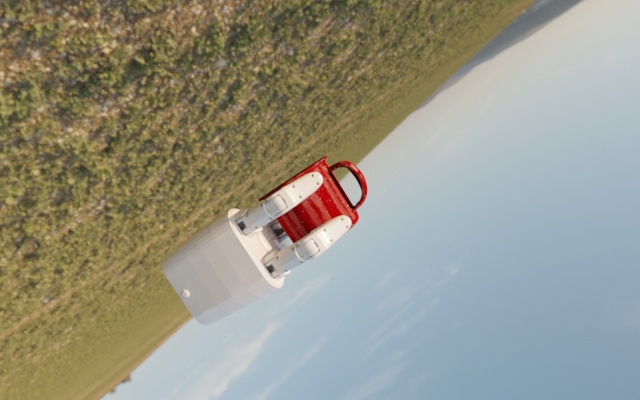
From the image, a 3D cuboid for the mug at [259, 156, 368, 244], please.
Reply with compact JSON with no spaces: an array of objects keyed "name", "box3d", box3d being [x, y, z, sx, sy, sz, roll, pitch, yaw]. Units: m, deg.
[{"name":"mug","box3d":[0.001,0.001,0.539,0.117,0.081,0.093,-31,5,19]}]
